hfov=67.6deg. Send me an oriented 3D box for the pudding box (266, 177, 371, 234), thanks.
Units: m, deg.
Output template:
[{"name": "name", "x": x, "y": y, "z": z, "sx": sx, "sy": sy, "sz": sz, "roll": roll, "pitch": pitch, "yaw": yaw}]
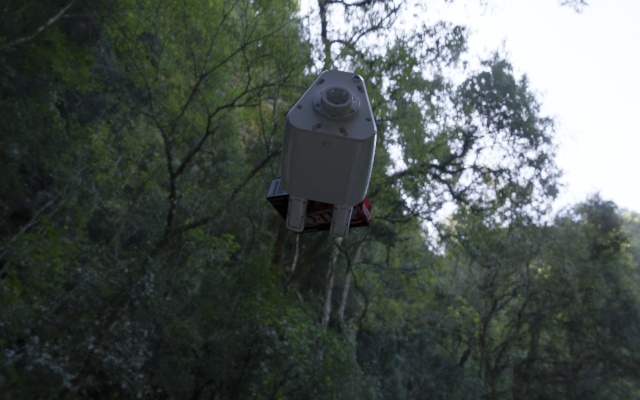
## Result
[{"name": "pudding box", "x": 0.000, "y": 0.002, "z": 0.626, "sx": 0.113, "sy": 0.039, "sz": 0.090, "roll": -6, "pitch": -39, "yaw": 25}]
